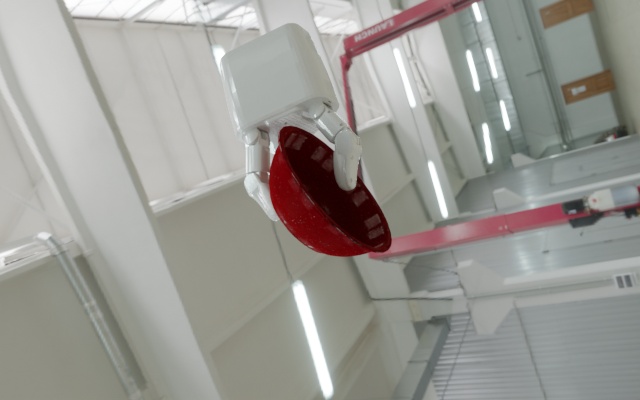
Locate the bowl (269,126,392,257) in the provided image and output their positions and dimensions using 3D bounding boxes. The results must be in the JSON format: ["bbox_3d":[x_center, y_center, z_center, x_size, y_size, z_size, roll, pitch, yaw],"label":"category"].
[{"bbox_3d":[0.000,0.003,0.489,0.055,0.162,0.162,-41,-17,20],"label":"bowl"}]
